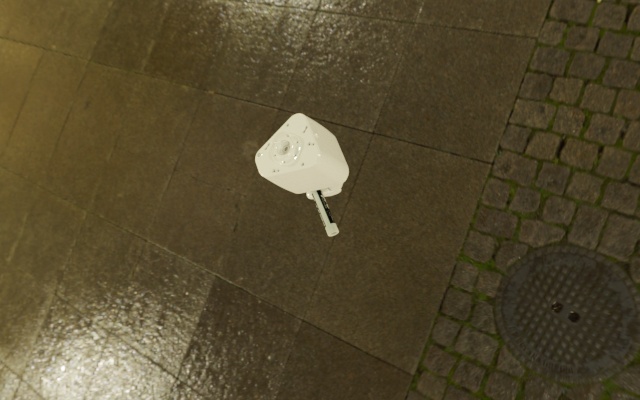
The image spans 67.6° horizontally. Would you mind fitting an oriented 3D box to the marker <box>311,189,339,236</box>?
[{"bbox_3d":[0.000,0.003,0.800,0.020,0.121,0.020,-19,-21,-8],"label":"marker"}]
